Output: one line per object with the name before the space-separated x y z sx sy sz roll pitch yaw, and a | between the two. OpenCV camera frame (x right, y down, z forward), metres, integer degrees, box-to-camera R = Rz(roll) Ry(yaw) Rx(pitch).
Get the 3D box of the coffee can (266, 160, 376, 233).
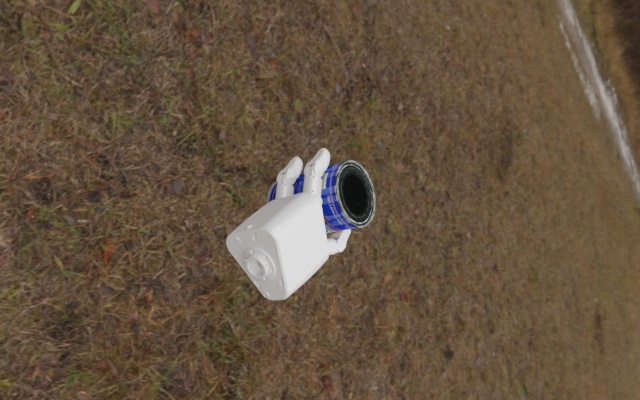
coffee can | 0.000 0.002 0.749 0.140 0.103 0.103 -13 -8 37
